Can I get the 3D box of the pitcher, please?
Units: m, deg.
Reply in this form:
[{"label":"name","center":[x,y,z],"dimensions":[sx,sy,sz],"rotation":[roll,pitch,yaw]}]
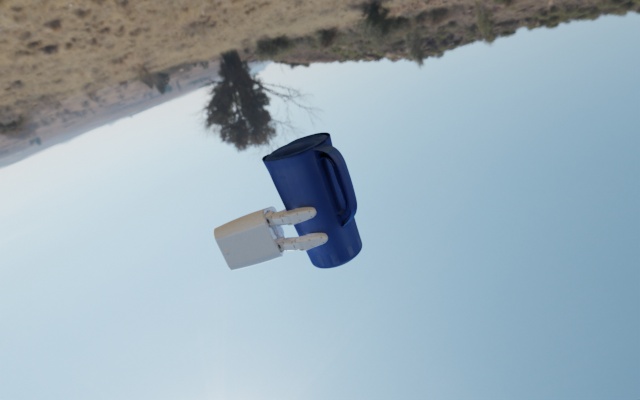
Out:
[{"label":"pitcher","center":[0.000,0.003,0.896],"dimensions":[0.145,0.243,0.149],"rotation":[-19,18,7]}]
